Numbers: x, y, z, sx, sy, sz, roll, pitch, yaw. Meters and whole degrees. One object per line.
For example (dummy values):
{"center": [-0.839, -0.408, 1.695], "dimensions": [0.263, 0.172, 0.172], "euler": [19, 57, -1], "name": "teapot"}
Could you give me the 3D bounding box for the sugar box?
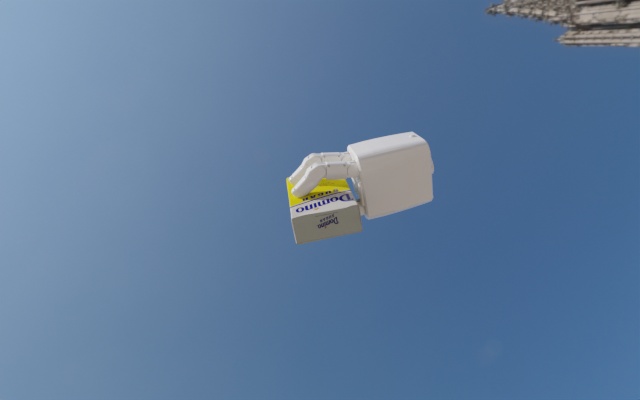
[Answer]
{"center": [0.000, 0.002, 0.707], "dimensions": [0.093, 0.048, 0.176], "euler": [-12, 19, -3], "name": "sugar box"}
